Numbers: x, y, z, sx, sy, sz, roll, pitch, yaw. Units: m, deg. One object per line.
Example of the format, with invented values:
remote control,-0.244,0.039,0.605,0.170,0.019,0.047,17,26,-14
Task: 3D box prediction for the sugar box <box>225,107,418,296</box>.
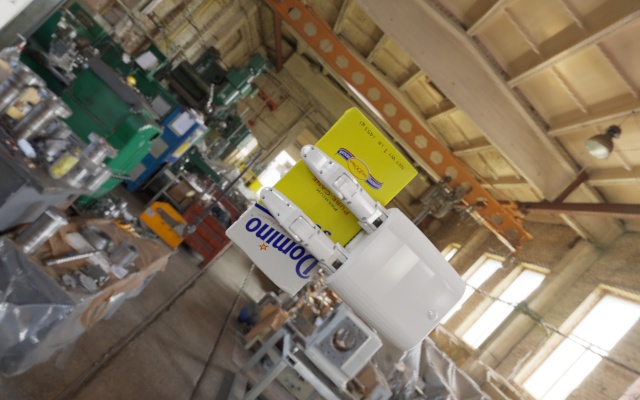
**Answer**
sugar box,0.000,0.002,0.477,0.093,0.176,0.048,45,-3,-6
